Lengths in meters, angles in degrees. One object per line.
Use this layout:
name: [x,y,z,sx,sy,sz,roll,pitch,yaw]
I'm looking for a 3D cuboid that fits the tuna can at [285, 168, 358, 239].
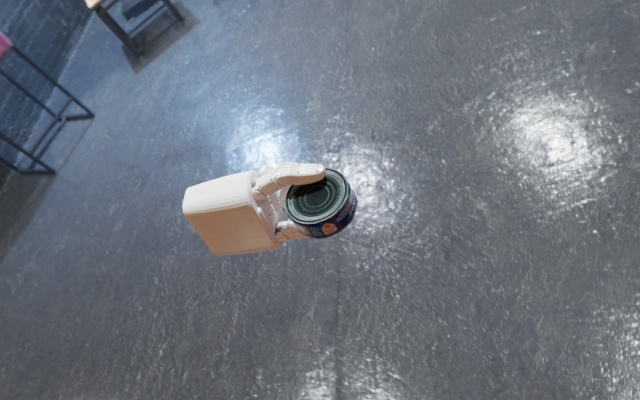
tuna can: [0.000,0.002,0.587,0.086,0.086,0.034,0,-34,24]
